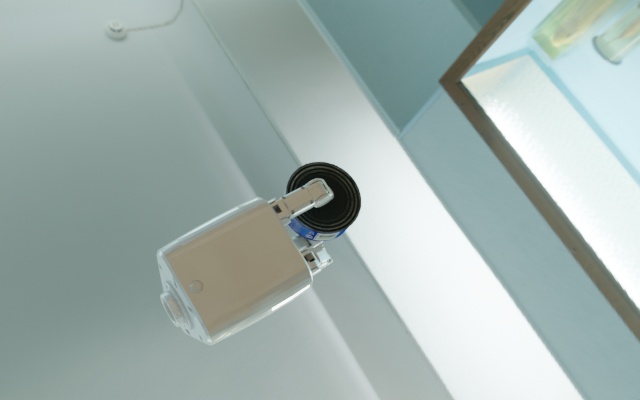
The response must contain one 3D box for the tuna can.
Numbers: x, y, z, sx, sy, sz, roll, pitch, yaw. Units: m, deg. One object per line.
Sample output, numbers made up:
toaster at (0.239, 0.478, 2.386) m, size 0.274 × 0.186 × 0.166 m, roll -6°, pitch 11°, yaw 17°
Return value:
tuna can at (0.000, 0.002, 0.536) m, size 0.086 × 0.086 × 0.034 m, roll 0°, pitch -24°, yaw -17°
